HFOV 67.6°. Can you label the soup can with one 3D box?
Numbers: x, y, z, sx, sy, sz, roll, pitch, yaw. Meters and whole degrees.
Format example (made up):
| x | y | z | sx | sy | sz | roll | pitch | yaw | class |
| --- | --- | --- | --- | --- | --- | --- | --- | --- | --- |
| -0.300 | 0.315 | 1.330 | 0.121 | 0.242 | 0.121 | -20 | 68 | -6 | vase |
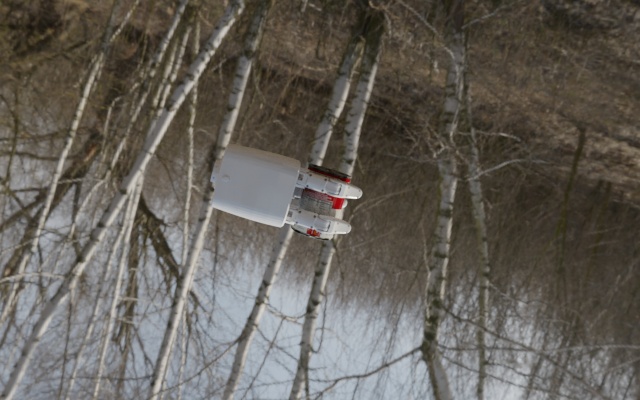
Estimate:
| x | y | z | sx | sy | sz | roll | pitch | yaw | class |
| --- | --- | --- | --- | --- | --- | --- | --- | --- | --- |
| 0.000 | 0.003 | 0.725 | 0.068 | 0.102 | 0.068 | 16 | 7 | -2 | soup can |
